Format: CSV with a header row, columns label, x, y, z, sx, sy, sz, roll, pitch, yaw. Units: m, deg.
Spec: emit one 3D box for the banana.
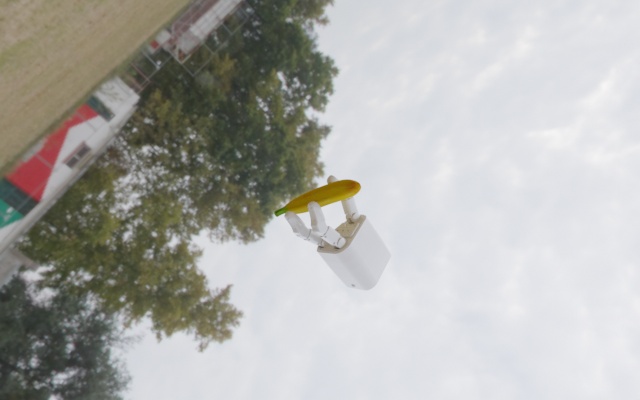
label,x,y,z,sx,sy,sz,roll,pitch,yaw
banana,0.006,-0.005,0.888,0.198,0.037,0.069,-21,15,35
